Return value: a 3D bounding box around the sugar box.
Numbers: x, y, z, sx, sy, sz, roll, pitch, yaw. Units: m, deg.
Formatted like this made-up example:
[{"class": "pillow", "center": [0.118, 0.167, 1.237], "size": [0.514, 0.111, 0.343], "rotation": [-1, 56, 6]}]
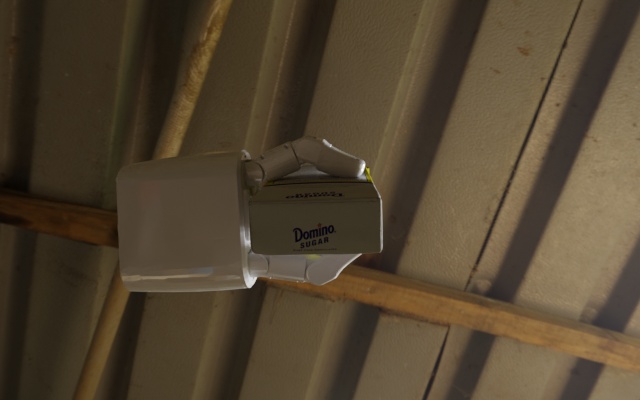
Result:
[{"class": "sugar box", "center": [0.000, 0.002, 0.408], "size": [0.093, 0.048, 0.176], "rotation": [-1, 14, 3]}]
